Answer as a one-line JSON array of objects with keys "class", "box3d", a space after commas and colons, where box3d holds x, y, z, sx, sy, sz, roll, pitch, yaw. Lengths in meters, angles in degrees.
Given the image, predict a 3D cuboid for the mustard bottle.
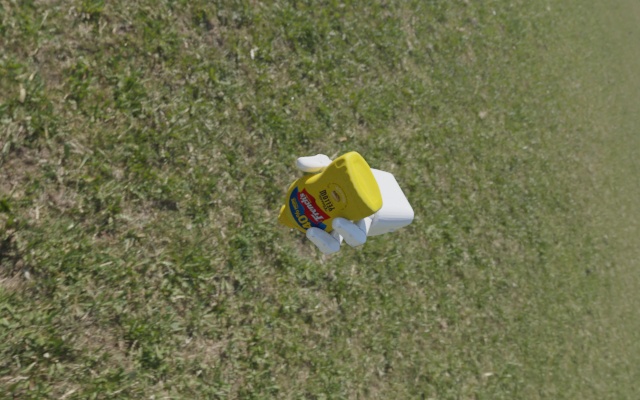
[{"class": "mustard bottle", "box3d": [0.000, 0.002, 0.745, 0.192, 0.096, 0.058, -25, 5, 41]}]
